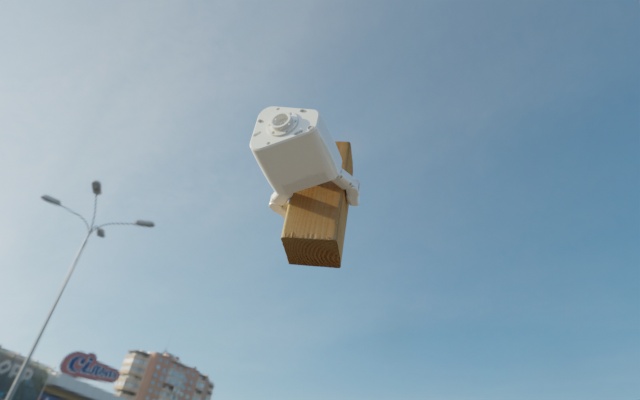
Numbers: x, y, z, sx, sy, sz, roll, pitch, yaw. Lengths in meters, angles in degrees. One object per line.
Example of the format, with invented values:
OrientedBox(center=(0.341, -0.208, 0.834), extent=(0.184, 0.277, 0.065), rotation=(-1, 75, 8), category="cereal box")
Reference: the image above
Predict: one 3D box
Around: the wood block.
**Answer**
OrientedBox(center=(0.000, 0.002, 0.821), extent=(0.091, 0.206, 0.090), rotation=(3, -36, 10), category="wood block")
